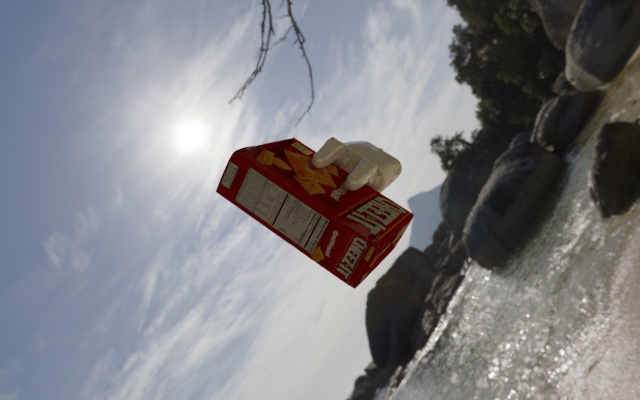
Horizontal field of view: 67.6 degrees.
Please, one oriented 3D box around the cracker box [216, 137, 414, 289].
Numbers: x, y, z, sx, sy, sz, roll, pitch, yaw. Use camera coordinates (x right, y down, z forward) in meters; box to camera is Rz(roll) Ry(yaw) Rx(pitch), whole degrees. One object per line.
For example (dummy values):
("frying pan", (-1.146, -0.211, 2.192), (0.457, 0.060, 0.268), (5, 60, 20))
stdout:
("cracker box", (0.000, 0.002, 0.625), (0.213, 0.072, 0.164), (33, 23, 15))
